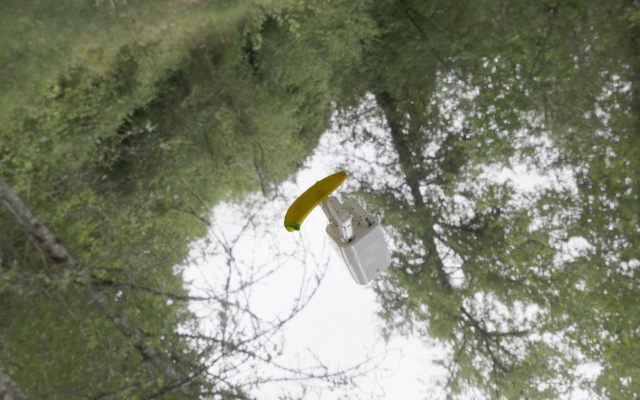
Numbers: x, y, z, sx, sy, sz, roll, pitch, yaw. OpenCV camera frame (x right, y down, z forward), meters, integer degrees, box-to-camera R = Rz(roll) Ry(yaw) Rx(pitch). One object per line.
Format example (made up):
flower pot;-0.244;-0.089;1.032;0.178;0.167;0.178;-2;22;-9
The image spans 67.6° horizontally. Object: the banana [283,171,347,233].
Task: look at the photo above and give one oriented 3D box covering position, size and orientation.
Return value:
banana;-0.017;0.006;0.889;0.069;0.037;0.197;-3;32;34
